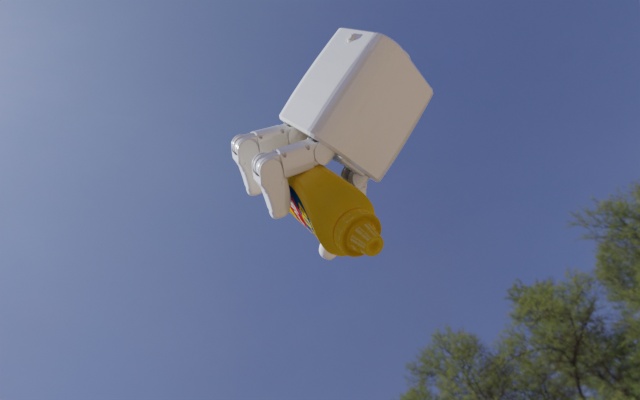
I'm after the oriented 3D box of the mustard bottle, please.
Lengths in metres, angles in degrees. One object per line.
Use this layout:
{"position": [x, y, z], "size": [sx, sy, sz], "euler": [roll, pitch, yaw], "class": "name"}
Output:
{"position": [0.000, 0.002, 0.456], "size": [0.058, 0.096, 0.191], "euler": [-37, 35, -11], "class": "mustard bottle"}
